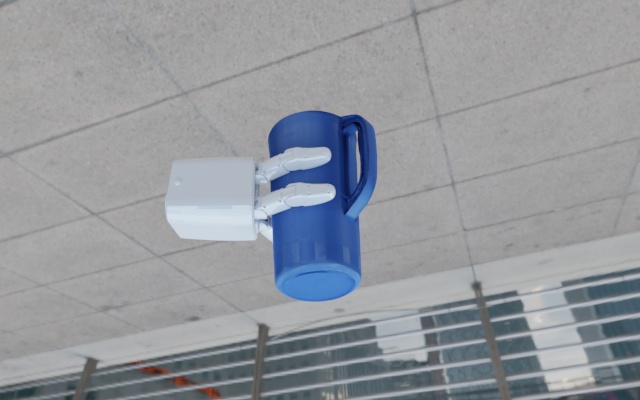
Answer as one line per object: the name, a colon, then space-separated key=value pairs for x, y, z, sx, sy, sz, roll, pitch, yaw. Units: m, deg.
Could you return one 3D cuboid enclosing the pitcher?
pitcher: x=0.000 y=0.002 z=0.644 sx=0.145 sy=0.242 sz=0.149 roll=0 pitch=-34 yaw=-4
